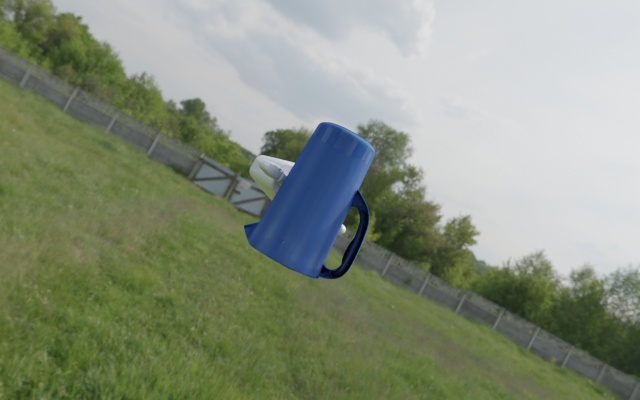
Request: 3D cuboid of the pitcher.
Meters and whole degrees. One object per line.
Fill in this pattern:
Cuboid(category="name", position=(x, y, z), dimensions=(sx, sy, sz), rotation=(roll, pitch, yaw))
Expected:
Cuboid(category="pitcher", position=(0.000, 0.003, 0.795), dimensions=(0.149, 0.243, 0.145), rotation=(30, -2, -37))
